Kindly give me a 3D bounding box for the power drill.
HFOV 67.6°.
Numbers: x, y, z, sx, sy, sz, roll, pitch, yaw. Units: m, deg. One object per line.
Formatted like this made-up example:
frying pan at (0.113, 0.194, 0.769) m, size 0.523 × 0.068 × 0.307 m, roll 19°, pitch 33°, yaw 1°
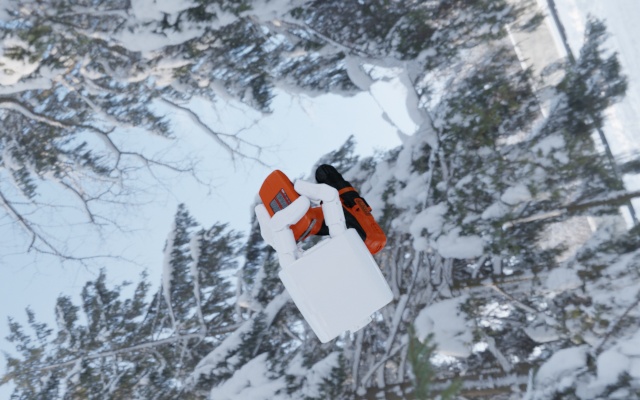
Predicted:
power drill at (0.000, 0.003, 0.725) m, size 0.187 × 0.057 × 0.184 m, roll 6°, pitch 40°, yaw -47°
